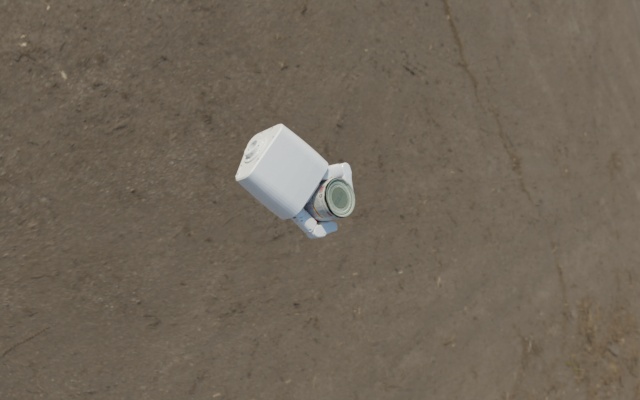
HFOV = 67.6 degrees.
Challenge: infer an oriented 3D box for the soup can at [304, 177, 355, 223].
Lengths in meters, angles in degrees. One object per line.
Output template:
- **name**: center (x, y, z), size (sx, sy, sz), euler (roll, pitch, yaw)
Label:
- **soup can**: center (0.001, 0.003, 0.805), size (0.068, 0.068, 0.102), euler (0, -9, -42)
